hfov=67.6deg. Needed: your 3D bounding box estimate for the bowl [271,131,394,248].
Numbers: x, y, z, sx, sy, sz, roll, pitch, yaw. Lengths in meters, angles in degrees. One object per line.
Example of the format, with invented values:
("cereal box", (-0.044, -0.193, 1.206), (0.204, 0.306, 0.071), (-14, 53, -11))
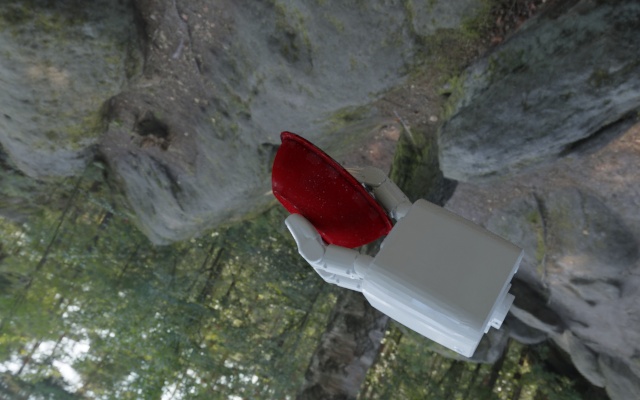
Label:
("bowl", (-0.001, 0.001, 0.511), (0.162, 0.055, 0.162), (42, -8, 7))
